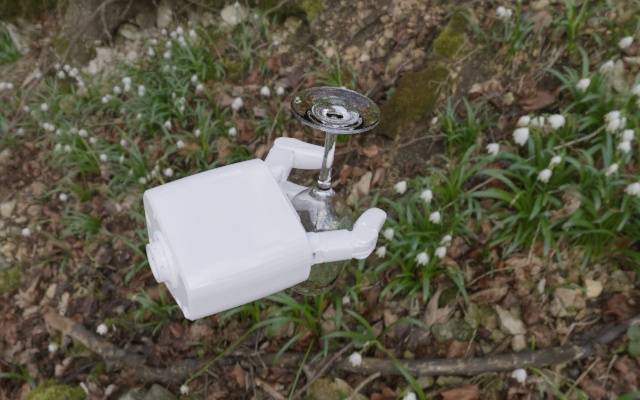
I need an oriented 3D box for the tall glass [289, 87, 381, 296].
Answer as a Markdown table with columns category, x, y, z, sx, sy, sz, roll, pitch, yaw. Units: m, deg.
| category | x | y | z | sx | sy | sz | roll | pitch | yaw |
| --- | --- | --- | --- | --- | --- | --- | --- | --- | --- |
| tall glass | 0.000 | 0.001 | 0.450 | 0.079 | 0.201 | 0.079 | 5 | 39 | -4 |
